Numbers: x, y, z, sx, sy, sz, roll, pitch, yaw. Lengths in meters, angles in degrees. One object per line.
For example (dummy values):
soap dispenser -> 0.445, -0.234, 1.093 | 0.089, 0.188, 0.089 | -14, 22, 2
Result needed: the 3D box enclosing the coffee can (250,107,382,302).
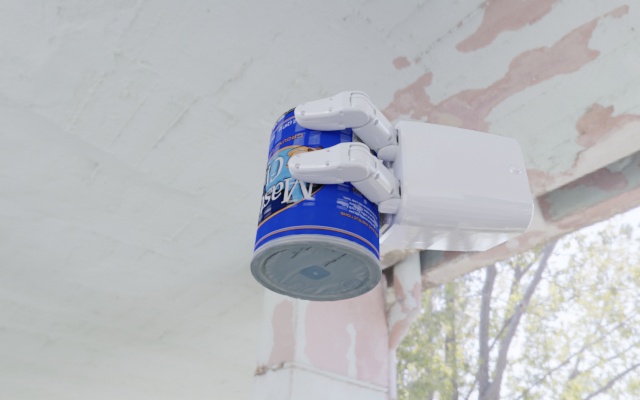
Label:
coffee can -> 0.000, 0.001, 0.411 | 0.103, 0.140, 0.103 | 3, -35, 2
